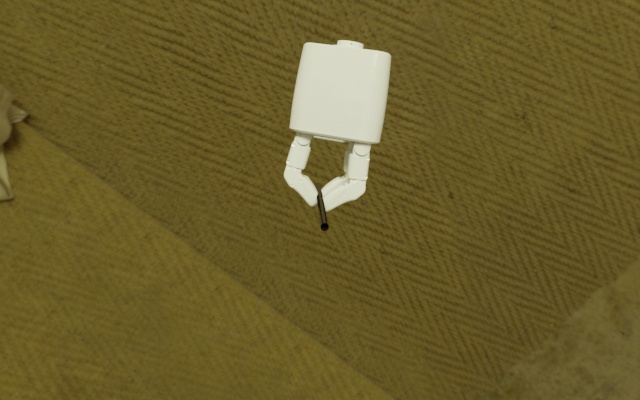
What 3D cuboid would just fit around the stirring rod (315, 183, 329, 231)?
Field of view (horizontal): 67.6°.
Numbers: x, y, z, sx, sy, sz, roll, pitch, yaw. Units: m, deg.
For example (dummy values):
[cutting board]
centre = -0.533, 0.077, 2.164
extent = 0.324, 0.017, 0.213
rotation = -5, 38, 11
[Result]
[stirring rod]
centre = 0.000, 0.002, 0.574
extent = 0.011, 0.011, 0.239
rotation = 0, 11, -2
